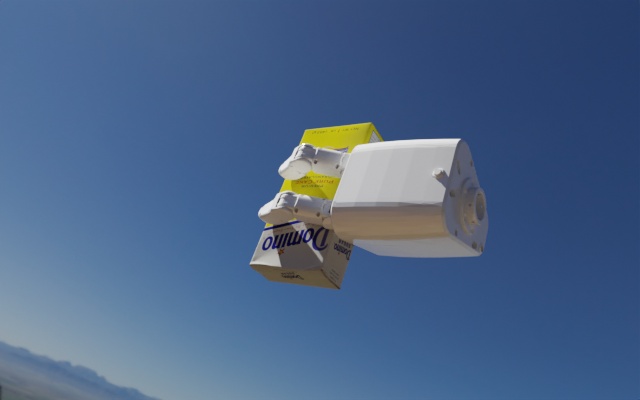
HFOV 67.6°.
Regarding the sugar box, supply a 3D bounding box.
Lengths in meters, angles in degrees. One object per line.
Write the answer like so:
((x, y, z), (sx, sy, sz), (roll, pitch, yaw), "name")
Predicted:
((0.000, 0.001, 0.503), (0.093, 0.176, 0.048), (-1, -35, 36), "sugar box")
